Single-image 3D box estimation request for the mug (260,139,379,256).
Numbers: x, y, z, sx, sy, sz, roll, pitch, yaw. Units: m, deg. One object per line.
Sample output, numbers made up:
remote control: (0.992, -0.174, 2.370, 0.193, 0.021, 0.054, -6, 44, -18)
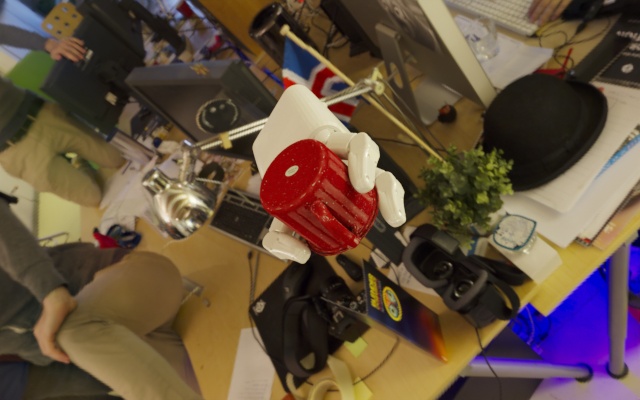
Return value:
mug: (0.000, 0.002, 0.450, 0.081, 0.093, 0.117, 39, 14, -39)
